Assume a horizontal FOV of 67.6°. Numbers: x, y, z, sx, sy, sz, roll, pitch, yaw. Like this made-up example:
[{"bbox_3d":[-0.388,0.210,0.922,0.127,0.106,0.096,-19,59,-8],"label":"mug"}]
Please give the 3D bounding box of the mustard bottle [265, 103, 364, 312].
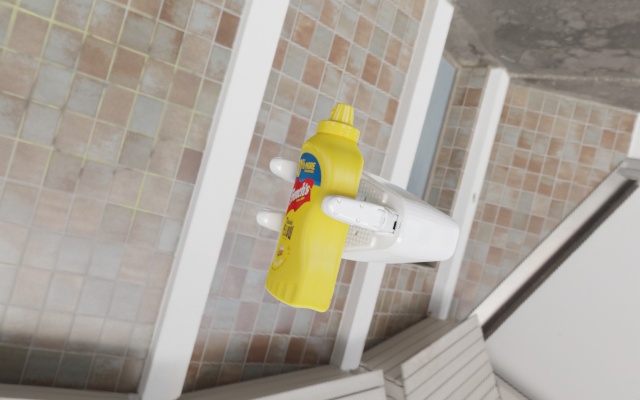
[{"bbox_3d":[0.000,0.002,0.457,0.058,0.191,0.096,15,-1,-18],"label":"mustard bottle"}]
